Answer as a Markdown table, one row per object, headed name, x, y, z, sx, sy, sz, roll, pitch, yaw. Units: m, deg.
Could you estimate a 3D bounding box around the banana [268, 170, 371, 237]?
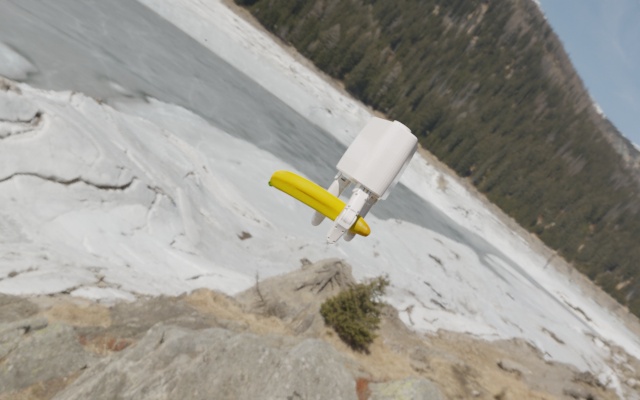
| name | x | y | z | sx | sy | sz | roll | pitch | yaw |
| --- | --- | --- | --- | --- | --- | --- | --- | --- | --- |
| banana | -0.007 | -0.003 | 0.757 | 0.197 | 0.037 | 0.070 | 29 | -4 | 18 |
